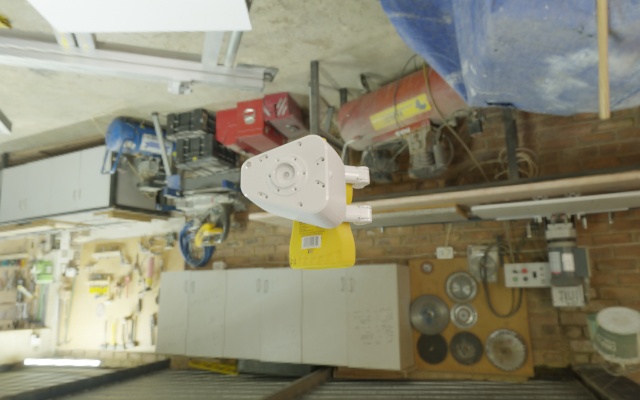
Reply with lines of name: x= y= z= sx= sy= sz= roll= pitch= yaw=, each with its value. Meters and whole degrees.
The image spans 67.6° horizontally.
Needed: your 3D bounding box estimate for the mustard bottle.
mustard bottle: x=0.000 y=0.003 z=0.693 sx=0.096 sy=0.191 sz=0.058 roll=-9 pitch=-14 yaw=35
